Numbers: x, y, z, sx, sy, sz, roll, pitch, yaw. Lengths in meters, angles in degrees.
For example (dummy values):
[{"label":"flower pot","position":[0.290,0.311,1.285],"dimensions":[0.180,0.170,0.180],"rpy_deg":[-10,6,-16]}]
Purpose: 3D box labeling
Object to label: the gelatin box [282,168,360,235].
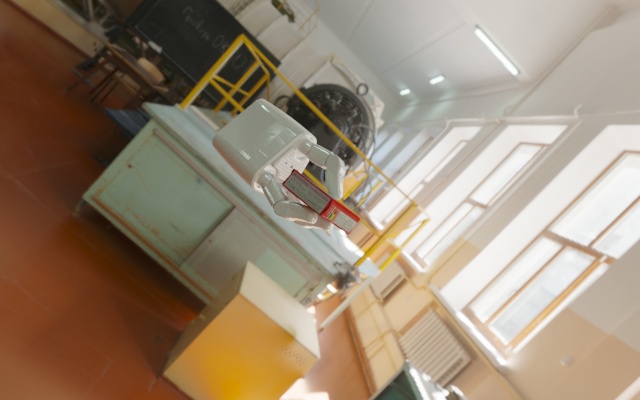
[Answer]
[{"label":"gelatin box","position":[0.001,0.002,0.632],"dimensions":[0.089,0.030,0.073],"rpy_deg":[37,1,40]}]
